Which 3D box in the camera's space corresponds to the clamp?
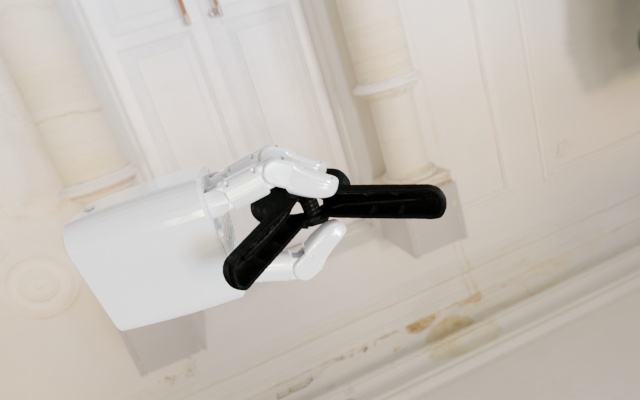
[{"bbox_3d":[0.000,0.002,0.412,0.164,0.036,0.210,-16,18,-4],"label":"clamp"}]
